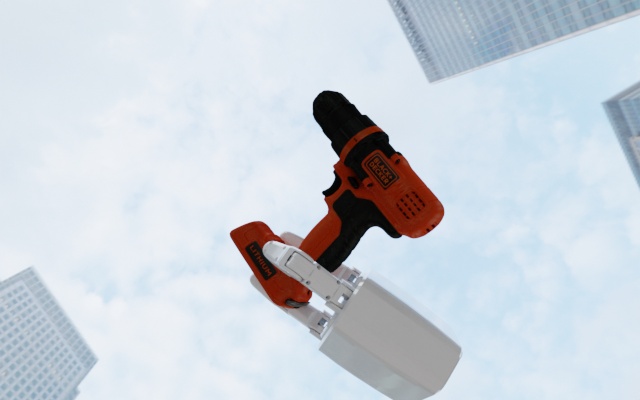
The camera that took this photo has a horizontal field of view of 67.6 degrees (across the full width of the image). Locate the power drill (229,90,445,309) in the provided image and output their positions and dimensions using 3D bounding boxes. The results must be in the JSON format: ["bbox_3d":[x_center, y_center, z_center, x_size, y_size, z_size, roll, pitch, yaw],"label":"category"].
[{"bbox_3d":[0.000,0.002,0.480,0.188,0.184,0.057,-42,-25,11],"label":"power drill"}]
